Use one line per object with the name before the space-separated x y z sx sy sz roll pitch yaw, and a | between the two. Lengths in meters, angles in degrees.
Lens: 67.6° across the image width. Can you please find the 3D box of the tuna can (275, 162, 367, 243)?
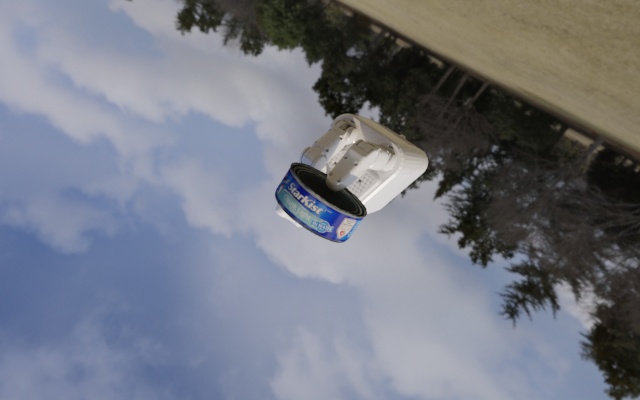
tuna can | 0.000 0.002 0.454 0.086 0.034 0.086 31 17 -10
